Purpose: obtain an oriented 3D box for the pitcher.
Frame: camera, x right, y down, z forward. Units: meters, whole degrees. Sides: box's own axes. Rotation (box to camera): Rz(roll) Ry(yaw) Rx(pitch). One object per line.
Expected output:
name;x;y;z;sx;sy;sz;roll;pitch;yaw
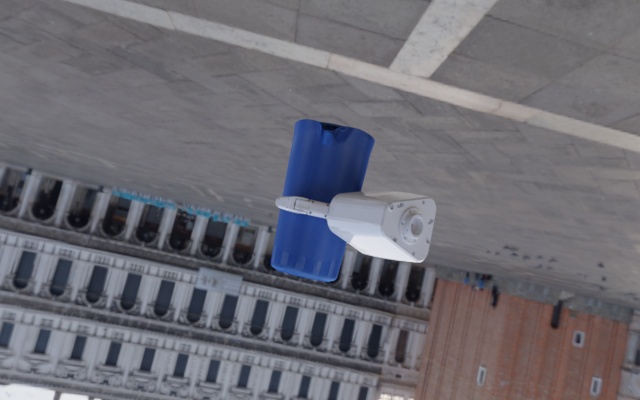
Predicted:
pitcher;0.000;0.003;0.776;0.149;0.243;0.145;18;-8;-39
